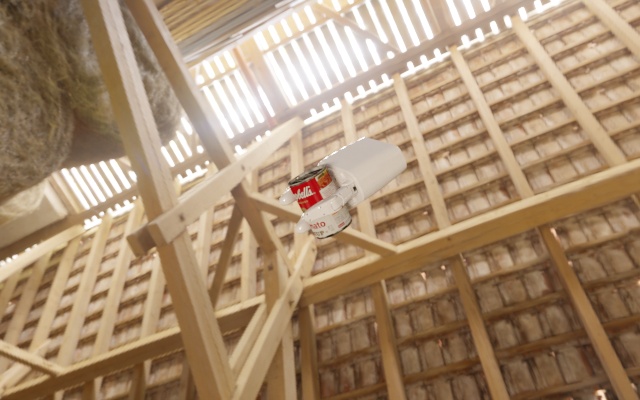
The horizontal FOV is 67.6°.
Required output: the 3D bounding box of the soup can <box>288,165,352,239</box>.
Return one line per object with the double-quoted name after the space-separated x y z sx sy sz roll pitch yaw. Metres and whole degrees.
0.000 0.003 0.772 0.068 0.102 0.068 -25 14 7 "soup can"
